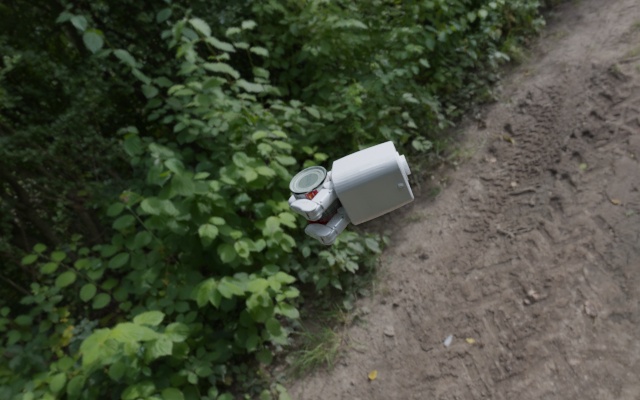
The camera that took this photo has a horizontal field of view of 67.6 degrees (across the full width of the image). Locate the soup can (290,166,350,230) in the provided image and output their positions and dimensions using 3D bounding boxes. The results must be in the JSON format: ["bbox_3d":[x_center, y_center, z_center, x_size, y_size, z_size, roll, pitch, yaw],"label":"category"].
[{"bbox_3d":[0.000,0.002,0.789,0.068,0.102,0.068,-19,35,14],"label":"soup can"}]
